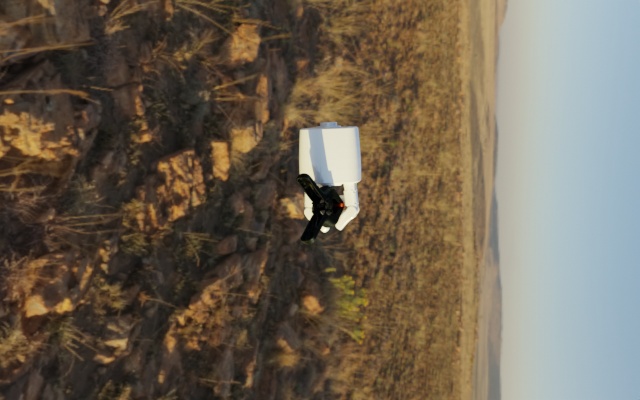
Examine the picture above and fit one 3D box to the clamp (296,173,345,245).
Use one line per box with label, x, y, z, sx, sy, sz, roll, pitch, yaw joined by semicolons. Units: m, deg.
clamp;0.001;0.003;0.871;0.039;0.120;0.171;2;11;20
